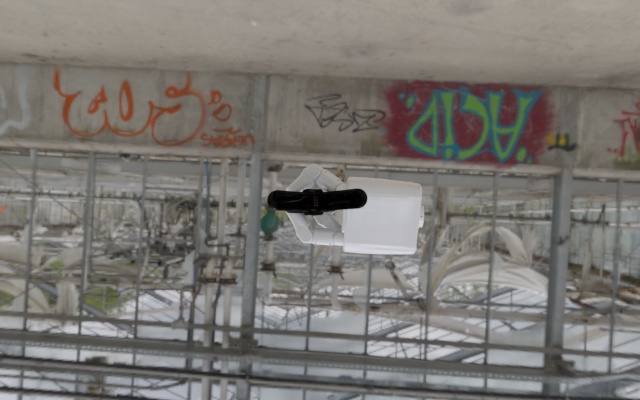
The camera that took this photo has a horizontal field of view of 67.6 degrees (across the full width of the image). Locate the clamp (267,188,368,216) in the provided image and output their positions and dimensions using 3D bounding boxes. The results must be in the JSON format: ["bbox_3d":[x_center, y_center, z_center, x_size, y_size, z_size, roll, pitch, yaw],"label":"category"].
[{"bbox_3d":[0.000,0.003,0.642,0.120,0.039,0.171,4,0,3],"label":"clamp"}]
